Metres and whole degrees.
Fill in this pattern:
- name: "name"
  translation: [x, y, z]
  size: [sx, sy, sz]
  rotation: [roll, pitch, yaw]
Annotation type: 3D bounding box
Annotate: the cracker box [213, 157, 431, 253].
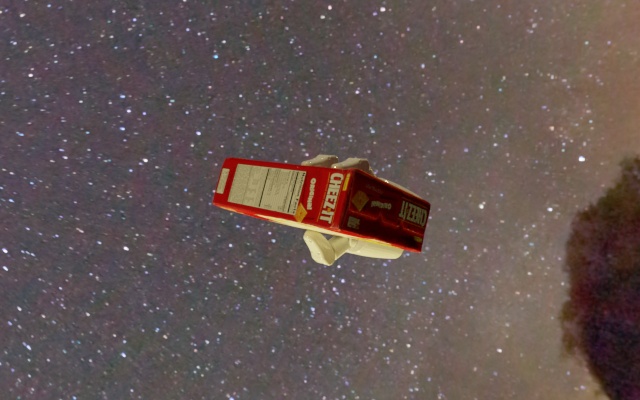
- name: "cracker box"
  translation: [0.000, 0.002, 0.588]
  size: [0.213, 0.072, 0.164]
  rotation: [9, -6, 42]
